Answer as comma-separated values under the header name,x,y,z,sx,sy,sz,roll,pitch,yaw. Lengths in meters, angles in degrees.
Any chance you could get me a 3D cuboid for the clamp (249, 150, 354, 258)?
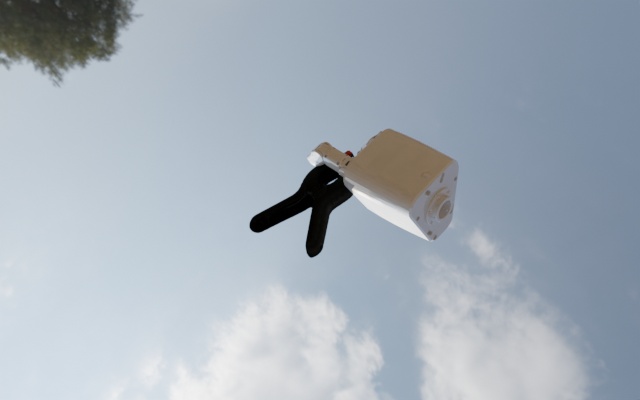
name,x,y,z,sx,sy,sz,roll,pitch,yaw
clamp,0.000,0.002,0.623,0.120,0.171,0.039,32,-22,39
